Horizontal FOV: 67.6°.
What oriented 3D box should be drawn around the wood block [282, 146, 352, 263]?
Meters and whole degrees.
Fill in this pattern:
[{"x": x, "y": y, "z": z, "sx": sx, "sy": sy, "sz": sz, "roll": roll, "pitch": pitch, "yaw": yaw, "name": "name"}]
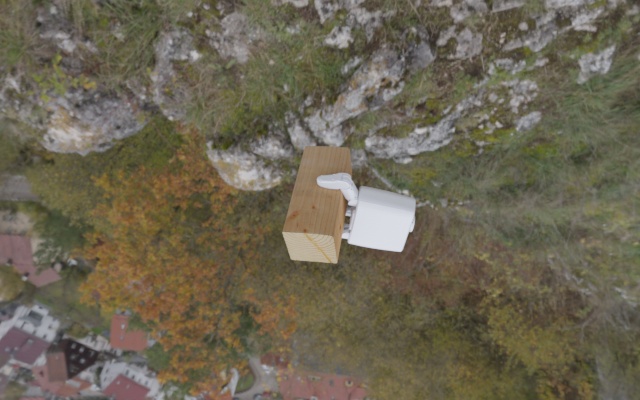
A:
[{"x": 0.000, "y": 0.003, "z": 0.893, "sx": 0.090, "sy": 0.206, "sz": 0.091, "roll": 4, "pitch": -38, "yaw": 11, "name": "wood block"}]
